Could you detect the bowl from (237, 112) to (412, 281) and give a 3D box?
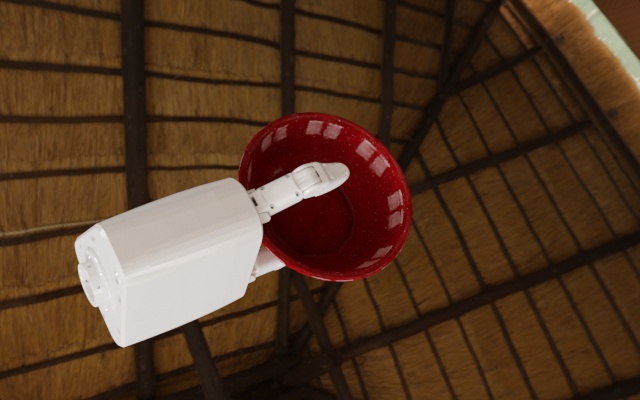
[{"bbox_3d":[0.001,0.001,0.438,0.162,0.162,0.055,0,-24,-21],"label":"bowl"}]
